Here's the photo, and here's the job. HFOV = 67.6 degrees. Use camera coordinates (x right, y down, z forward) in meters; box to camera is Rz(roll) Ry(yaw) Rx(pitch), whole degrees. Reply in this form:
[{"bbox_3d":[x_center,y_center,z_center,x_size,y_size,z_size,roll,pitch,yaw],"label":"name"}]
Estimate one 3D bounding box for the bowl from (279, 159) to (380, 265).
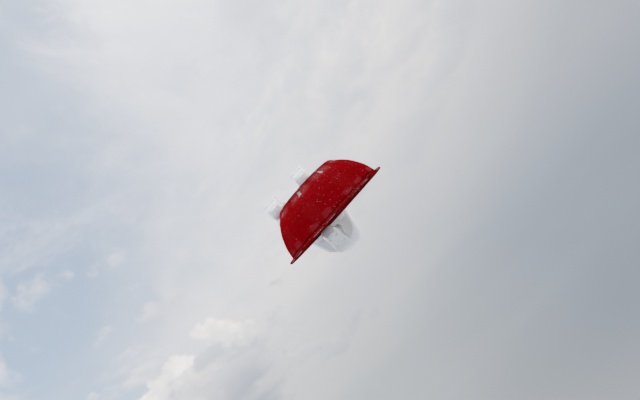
[{"bbox_3d":[0.000,0.001,0.587,0.055,0.162,0.162,43,3,3],"label":"bowl"}]
